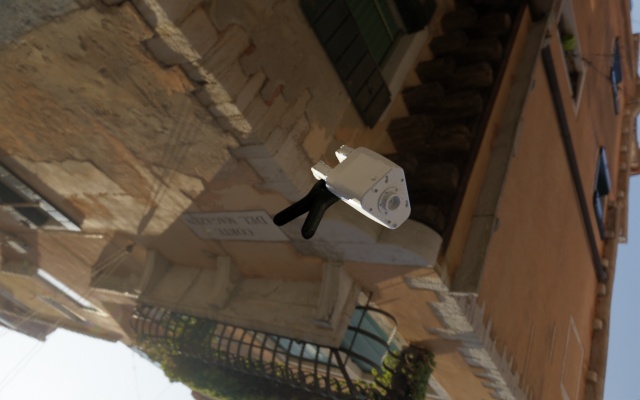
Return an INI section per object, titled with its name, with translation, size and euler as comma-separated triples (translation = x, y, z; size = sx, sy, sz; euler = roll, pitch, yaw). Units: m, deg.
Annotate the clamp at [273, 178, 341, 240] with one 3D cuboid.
[clamp]
translation = 0.000, 0.003, 0.861
size = 0.039, 0.171, 0.120
euler = 54, -10, -35
